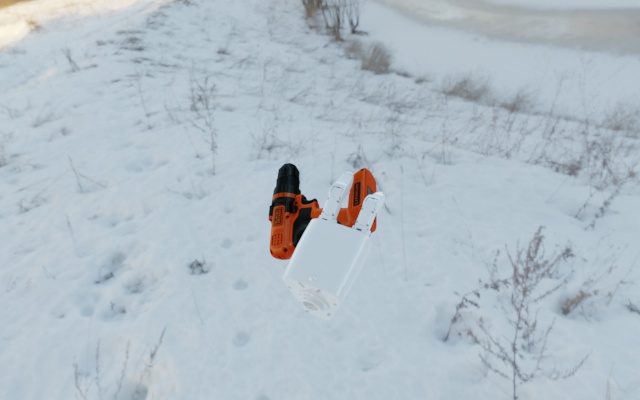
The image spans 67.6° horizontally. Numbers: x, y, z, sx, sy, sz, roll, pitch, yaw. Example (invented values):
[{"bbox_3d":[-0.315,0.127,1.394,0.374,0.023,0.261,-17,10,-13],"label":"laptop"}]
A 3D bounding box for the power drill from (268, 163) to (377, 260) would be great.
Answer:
[{"bbox_3d":[0.000,0.003,0.807,0.187,0.184,0.057,-13,-30,26],"label":"power drill"}]
